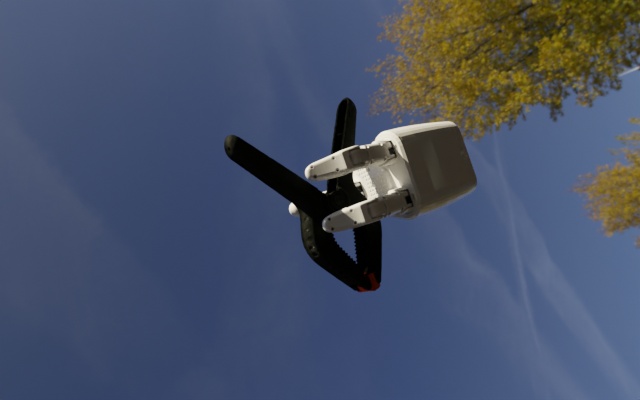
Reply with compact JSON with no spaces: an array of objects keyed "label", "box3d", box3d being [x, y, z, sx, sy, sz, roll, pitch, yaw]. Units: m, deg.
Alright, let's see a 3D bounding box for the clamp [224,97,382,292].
[{"label":"clamp","box3d":[0.000,0.002,0.498,0.164,0.210,0.036,-17,-4,-31]}]
